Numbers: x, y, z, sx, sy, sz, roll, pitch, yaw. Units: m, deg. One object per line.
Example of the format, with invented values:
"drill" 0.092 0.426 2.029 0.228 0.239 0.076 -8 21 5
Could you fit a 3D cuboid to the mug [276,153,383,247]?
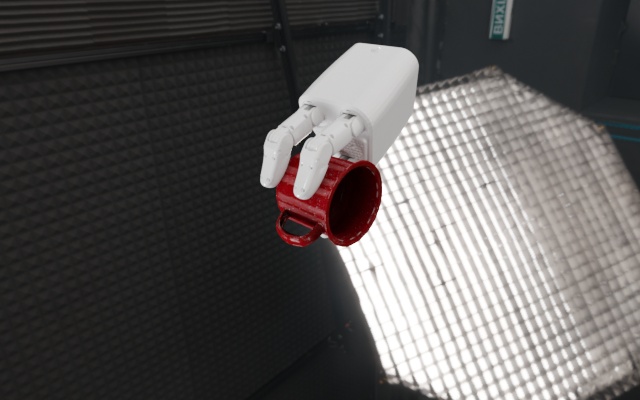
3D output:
"mug" -0.001 0.003 0.510 0.081 0.117 0.093 21 -30 38
